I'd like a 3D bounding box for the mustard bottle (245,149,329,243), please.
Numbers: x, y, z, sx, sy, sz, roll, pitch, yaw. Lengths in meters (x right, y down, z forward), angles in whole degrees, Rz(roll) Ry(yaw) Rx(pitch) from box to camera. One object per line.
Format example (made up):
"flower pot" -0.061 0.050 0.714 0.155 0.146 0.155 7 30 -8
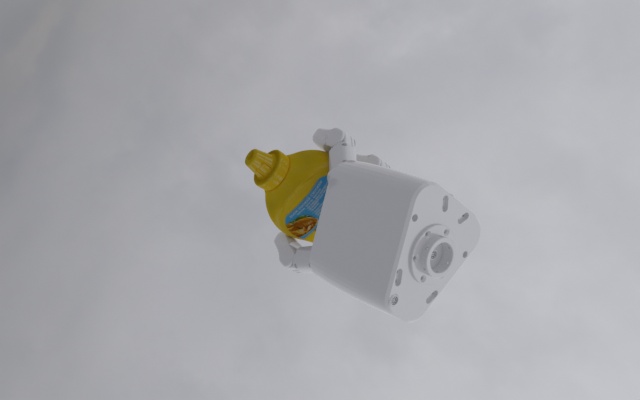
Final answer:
"mustard bottle" 0.000 0.002 0.506 0.192 0.096 0.058 33 17 -34
